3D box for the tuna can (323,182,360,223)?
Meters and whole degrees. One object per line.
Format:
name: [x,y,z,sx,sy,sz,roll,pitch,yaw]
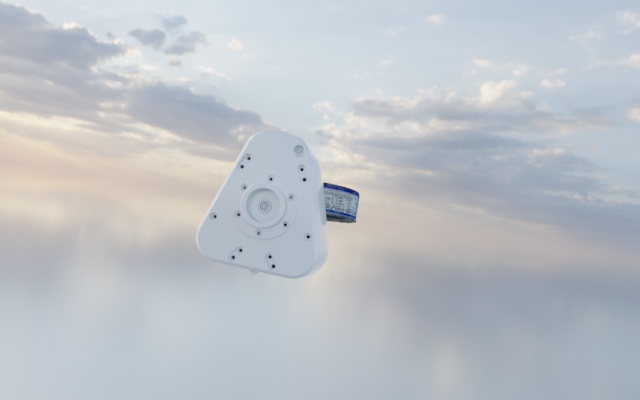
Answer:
tuna can: [0.000,0.001,0.533,0.086,0.033,0.086,9,-7,1]
